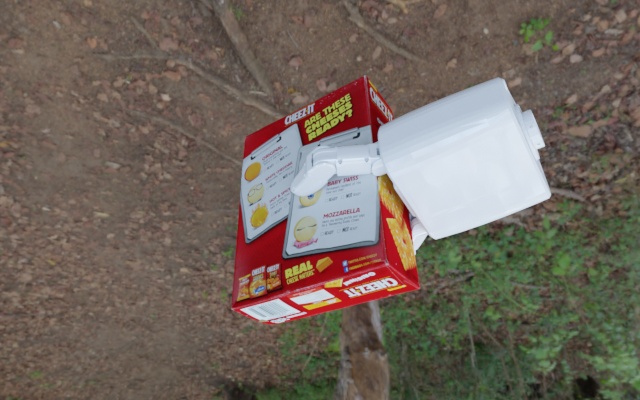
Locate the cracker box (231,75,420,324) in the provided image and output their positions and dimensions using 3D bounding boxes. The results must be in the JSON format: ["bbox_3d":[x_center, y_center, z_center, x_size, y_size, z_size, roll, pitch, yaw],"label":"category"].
[{"bbox_3d":[0.000,0.002,0.480,0.164,0.213,0.072,-21,-39,26],"label":"cracker box"}]
